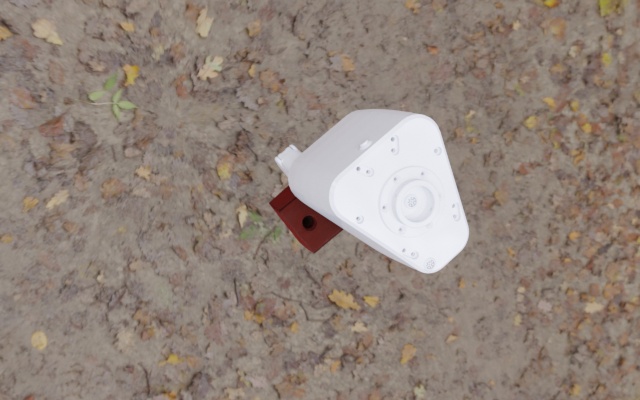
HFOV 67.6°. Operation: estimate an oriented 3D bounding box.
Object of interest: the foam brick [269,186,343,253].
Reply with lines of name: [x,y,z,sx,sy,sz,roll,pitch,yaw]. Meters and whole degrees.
foam brick: [0.000,0.002,0.446,0.078,0.053,0.051,-41,18,-6]
